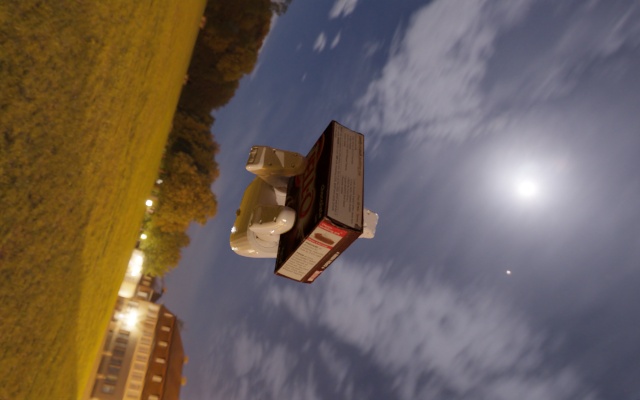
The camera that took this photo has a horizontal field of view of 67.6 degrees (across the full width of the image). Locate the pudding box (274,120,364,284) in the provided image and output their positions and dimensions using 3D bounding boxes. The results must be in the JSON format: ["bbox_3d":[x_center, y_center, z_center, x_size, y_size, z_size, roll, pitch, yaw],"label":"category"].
[{"bbox_3d":[0.000,0.001,0.408,0.039,0.113,0.090,20,-43,-19],"label":"pudding box"}]
